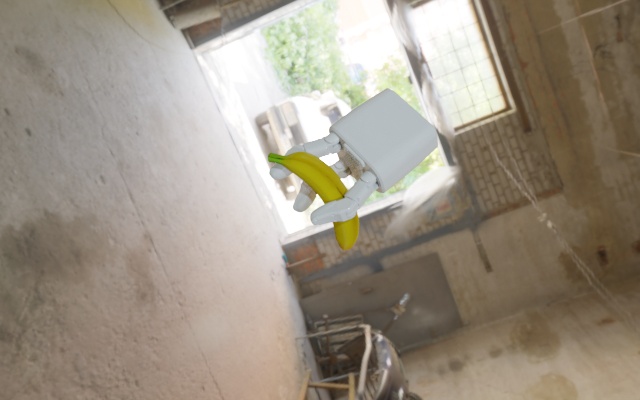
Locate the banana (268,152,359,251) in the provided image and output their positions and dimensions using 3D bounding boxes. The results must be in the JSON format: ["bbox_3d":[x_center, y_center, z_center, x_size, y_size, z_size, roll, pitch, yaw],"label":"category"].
[{"bbox_3d":[0.012,-0.001,0.652,0.069,0.037,0.198,-3,-46,44],"label":"banana"}]
